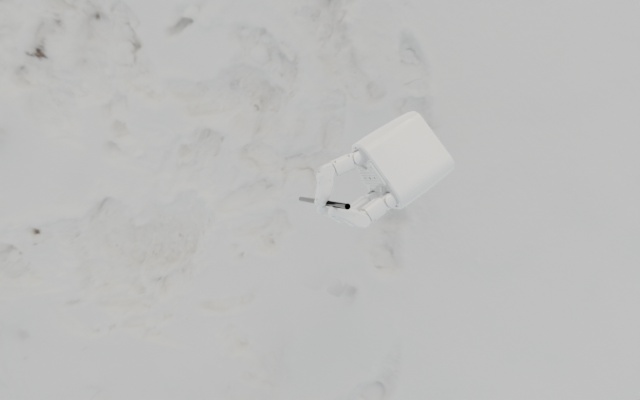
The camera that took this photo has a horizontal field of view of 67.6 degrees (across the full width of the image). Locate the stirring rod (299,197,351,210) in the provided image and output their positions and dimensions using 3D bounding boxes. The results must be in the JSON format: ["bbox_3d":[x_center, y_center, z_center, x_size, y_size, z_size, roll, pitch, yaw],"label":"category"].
[{"bbox_3d":[0.000,0.002,0.713,0.011,0.011,0.239,0,2,-16],"label":"stirring rod"}]
